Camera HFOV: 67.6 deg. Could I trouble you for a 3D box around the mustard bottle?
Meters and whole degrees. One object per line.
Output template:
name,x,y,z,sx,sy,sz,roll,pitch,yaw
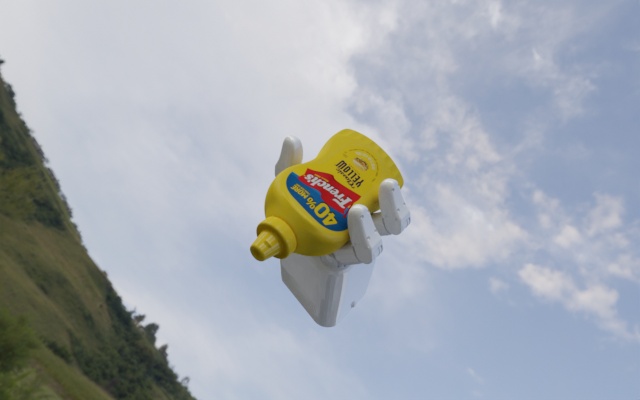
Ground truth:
mustard bottle,0.000,0.001,0.488,0.191,0.096,0.058,-39,-8,-39
